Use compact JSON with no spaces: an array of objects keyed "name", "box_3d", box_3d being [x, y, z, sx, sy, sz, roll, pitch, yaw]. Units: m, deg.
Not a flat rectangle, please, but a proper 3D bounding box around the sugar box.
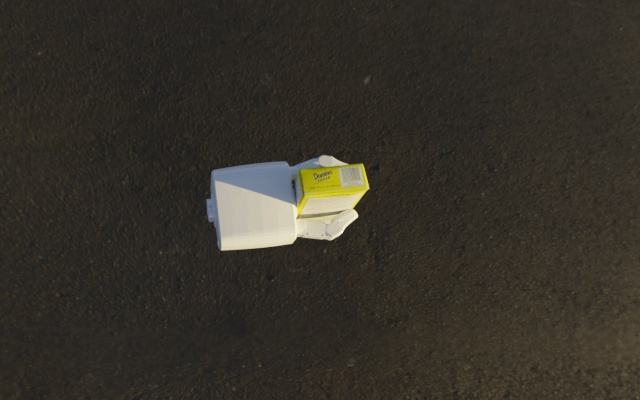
[{"name":"sugar box","box_3d":[0.000,0.002,0.711,0.093,0.048,0.176,-5,-17,-16]}]
